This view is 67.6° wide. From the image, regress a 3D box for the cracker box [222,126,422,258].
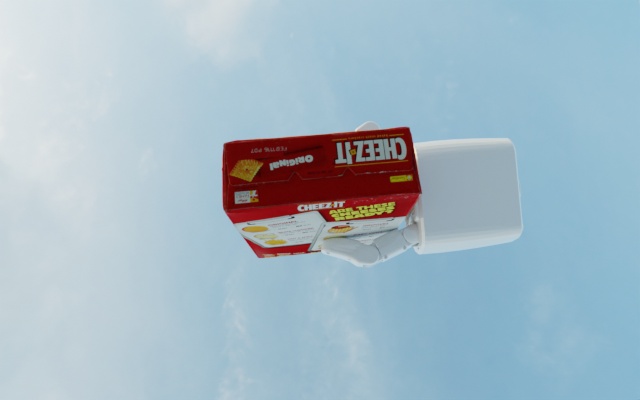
[{"bbox_3d":[0.000,0.002,0.494,0.164,0.072,0.214,-6,-17,-1],"label":"cracker box"}]
